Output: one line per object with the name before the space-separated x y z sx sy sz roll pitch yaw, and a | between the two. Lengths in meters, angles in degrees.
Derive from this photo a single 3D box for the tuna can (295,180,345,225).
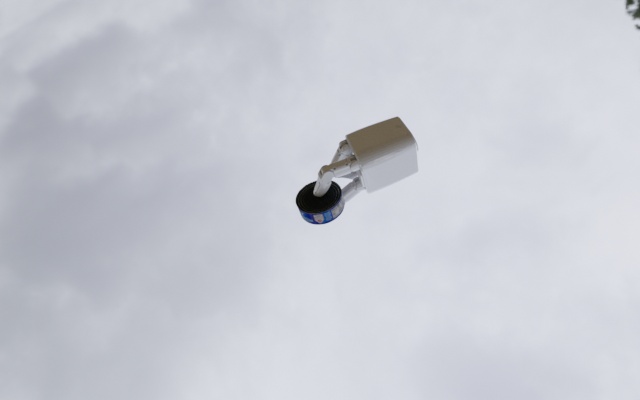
tuna can | 0.000 0.003 0.866 0.086 0.086 0.034 0 -44 20
